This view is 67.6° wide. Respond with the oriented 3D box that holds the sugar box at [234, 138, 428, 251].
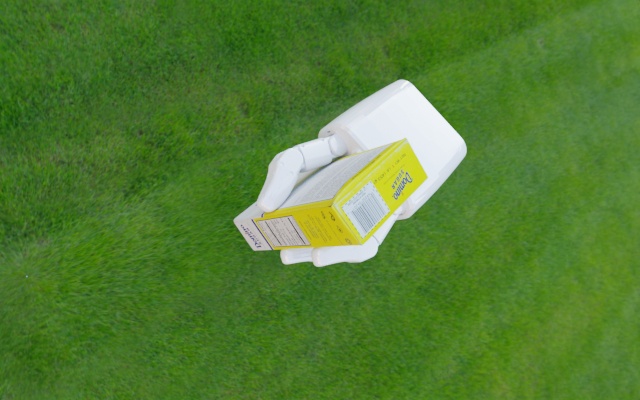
[{"bbox_3d":[0.001,0.002,0.428,0.093,0.048,0.176,-41,14,-30],"label":"sugar box"}]
